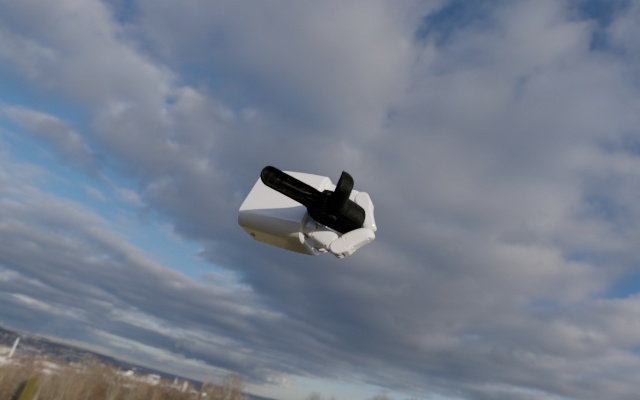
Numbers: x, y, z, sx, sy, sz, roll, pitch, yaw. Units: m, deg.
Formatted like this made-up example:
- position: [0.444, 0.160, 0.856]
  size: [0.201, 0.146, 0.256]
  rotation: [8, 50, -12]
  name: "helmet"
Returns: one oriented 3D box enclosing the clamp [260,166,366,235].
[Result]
- position: [0.000, 0.002, 0.610]
  size: [0.120, 0.039, 0.171]
  rotation: [16, -21, 23]
  name: "clamp"
